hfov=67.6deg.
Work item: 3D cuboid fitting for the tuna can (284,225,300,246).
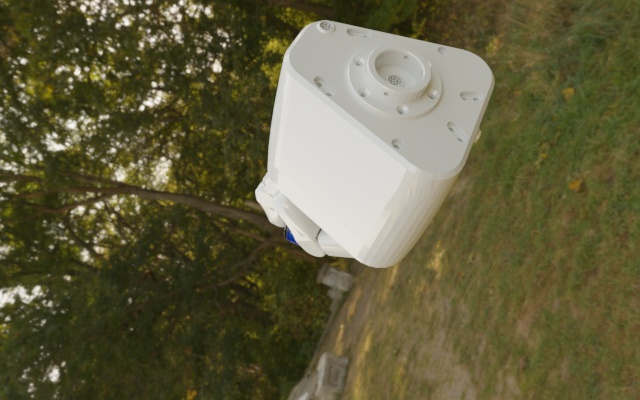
[{"bbox_3d":[0.000,0.001,0.417,0.034,0.086,0.086,22,2,6],"label":"tuna can"}]
